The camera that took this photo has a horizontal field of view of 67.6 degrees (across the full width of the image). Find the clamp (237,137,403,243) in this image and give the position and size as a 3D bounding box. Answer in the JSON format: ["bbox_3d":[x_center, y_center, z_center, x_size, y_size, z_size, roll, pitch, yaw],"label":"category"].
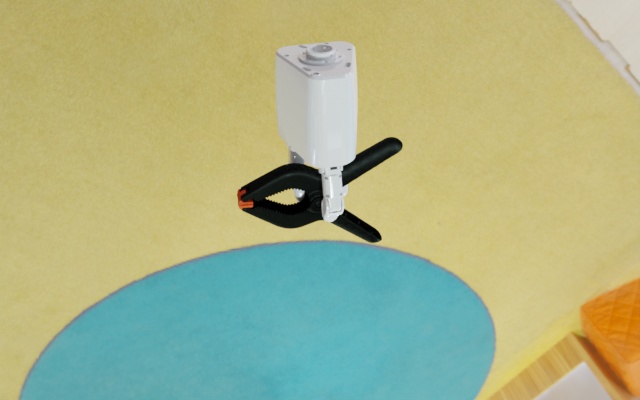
[{"bbox_3d":[0.000,0.002,0.621,0.210,0.165,0.036,-8,37,-8],"label":"clamp"}]
